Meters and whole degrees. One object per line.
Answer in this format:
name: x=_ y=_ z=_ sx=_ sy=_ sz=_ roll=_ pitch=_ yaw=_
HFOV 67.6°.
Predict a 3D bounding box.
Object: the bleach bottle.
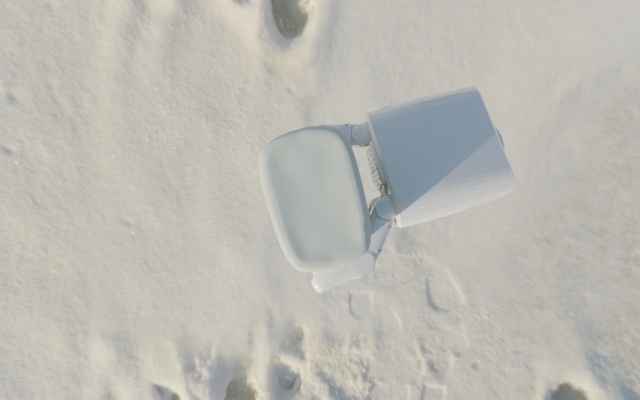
bleach bottle: x=0.000 y=0.002 z=0.446 sx=0.068 sy=0.102 sz=0.251 roll=-15 pitch=-1 yaw=1
